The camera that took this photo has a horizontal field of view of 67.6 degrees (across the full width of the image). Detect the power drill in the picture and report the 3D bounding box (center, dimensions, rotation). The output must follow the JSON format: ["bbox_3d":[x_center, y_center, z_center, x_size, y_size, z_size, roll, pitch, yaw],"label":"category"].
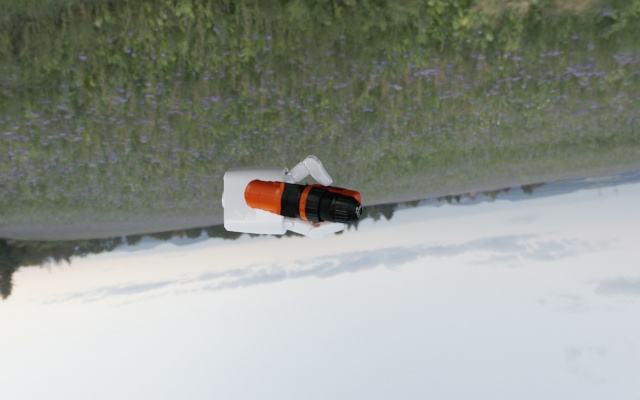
[{"bbox_3d":[0.000,0.002,0.753,0.184,0.057,0.187,11,2,23],"label":"power drill"}]
